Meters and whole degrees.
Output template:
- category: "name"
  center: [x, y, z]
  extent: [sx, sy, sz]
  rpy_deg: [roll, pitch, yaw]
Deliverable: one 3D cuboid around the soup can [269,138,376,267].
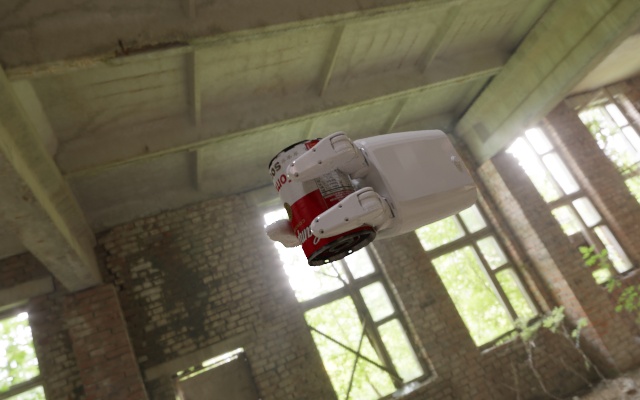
- category: "soup can"
  center: [-0.001, 0.001, 0.445]
  extent: [0.068, 0.102, 0.068]
  rpy_deg: [-22, -18, -8]
